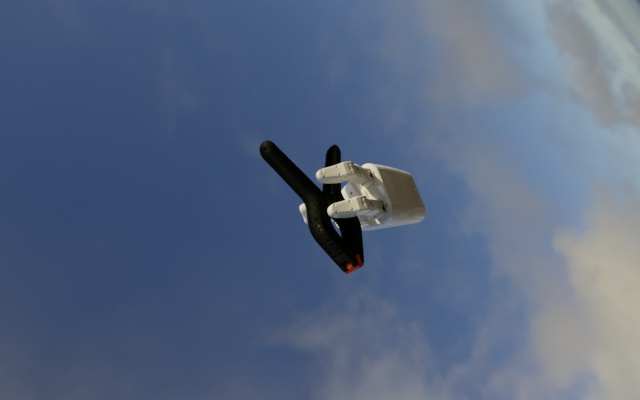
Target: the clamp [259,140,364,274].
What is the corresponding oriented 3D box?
[{"bbox_3d":[0.000,0.003,0.676,0.164,0.210,0.036,3,-30,-47],"label":"clamp"}]
